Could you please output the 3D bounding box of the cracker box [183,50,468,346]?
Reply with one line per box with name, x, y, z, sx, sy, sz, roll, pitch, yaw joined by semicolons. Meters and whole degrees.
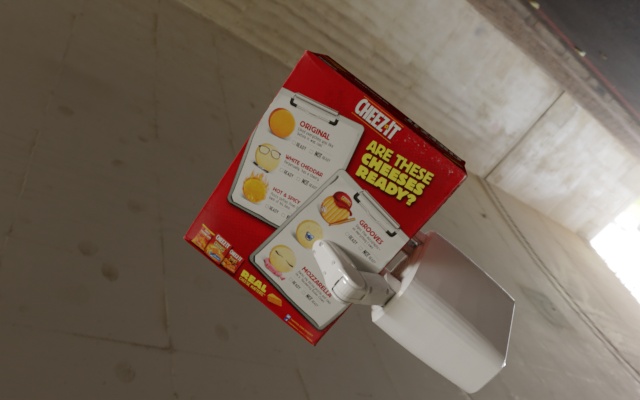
cracker box;0.000;0.002;0.439;0.164;0.214;0.072;39;21;3
